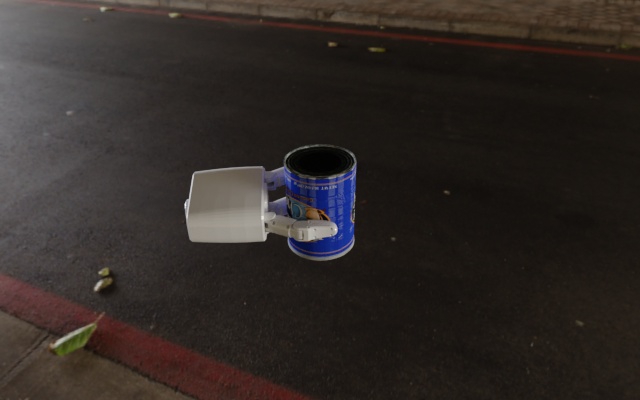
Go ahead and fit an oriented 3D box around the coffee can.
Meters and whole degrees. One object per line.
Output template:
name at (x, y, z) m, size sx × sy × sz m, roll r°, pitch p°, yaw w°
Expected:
coffee can at (0.000, 0.002, 0.703) m, size 0.103 × 0.140 × 0.102 m, roll -1°, pitch 32°, yaw 0°
